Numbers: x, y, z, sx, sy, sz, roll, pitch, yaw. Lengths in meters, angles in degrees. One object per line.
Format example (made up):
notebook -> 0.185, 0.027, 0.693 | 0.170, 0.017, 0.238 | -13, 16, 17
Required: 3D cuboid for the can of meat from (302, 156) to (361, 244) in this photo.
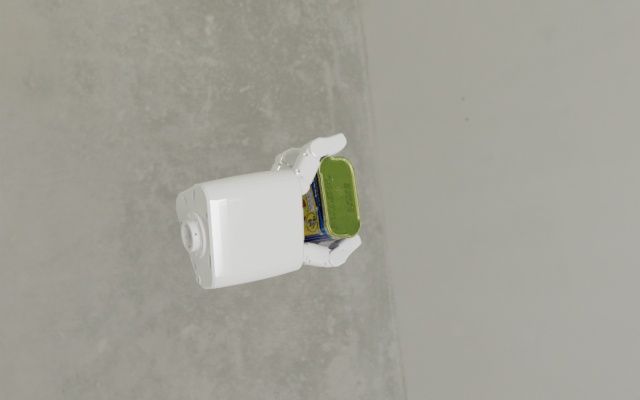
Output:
can of meat -> 0.000, 0.002, 0.577 | 0.057, 0.102, 0.084 | -5, -6, -35
